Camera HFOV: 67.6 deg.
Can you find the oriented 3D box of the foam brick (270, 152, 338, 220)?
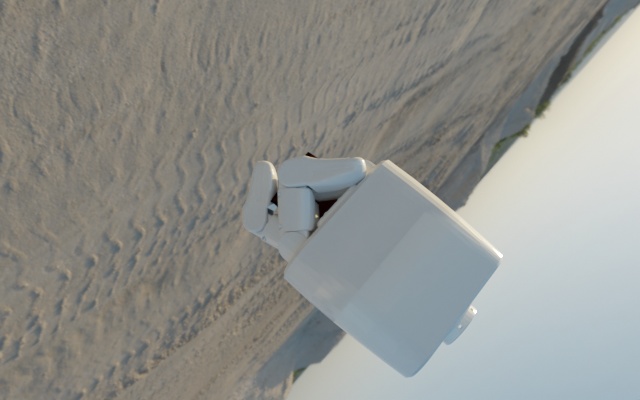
[{"bbox_3d":[0.000,0.001,0.411,0.051,0.053,0.078,37,-1,12],"label":"foam brick"}]
